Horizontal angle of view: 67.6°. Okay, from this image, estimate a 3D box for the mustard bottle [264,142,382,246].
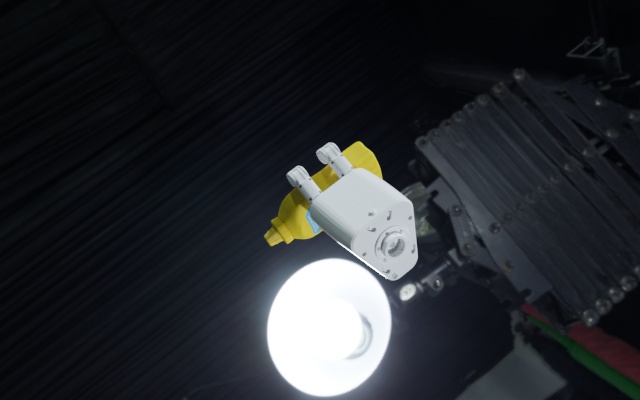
[{"bbox_3d":[0.000,0.002,0.696,0.191,0.058,0.096,-37,-31,-9],"label":"mustard bottle"}]
